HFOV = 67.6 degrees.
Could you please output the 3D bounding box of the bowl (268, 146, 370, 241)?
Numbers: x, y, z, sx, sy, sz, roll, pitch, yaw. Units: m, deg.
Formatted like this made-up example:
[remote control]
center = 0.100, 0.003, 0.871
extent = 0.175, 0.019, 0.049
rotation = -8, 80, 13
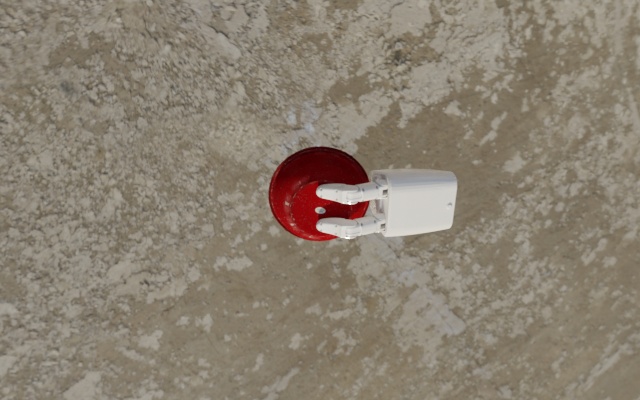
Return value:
[bowl]
center = -0.001, 0.003, 0.725
extent = 0.162, 0.162, 0.055
rotation = 0, 24, -3
